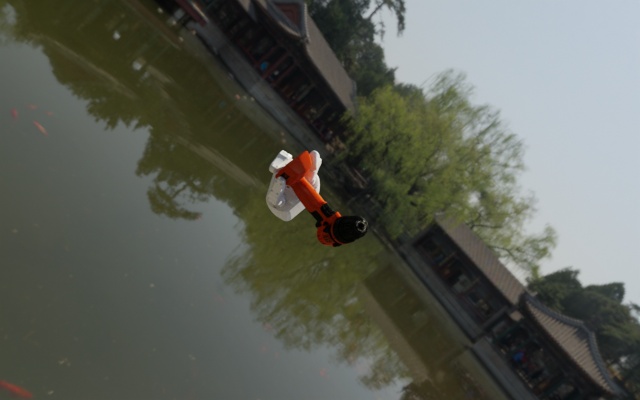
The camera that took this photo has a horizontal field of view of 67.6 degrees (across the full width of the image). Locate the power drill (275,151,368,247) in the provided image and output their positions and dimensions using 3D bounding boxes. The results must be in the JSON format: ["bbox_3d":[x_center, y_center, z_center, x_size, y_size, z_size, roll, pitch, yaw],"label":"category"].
[{"bbox_3d":[0.000,0.003,0.894,0.057,0.187,0.184,-36,4,-23],"label":"power drill"}]
